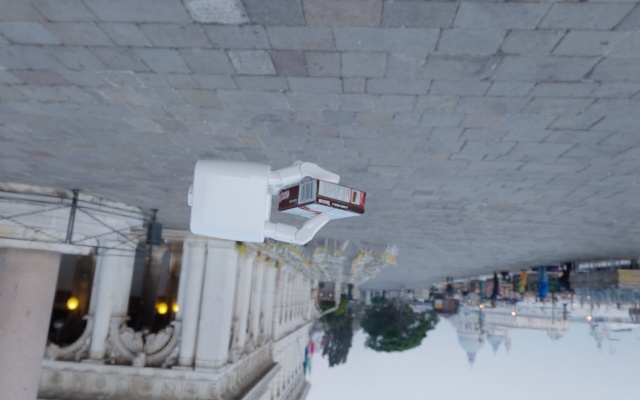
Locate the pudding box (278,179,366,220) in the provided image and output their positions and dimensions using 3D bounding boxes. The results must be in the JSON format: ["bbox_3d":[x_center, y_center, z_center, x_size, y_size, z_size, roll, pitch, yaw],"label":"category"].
[{"bbox_3d":[0.000,0.003,0.725,0.090,0.039,0.113,13,-13,-31],"label":"pudding box"}]
